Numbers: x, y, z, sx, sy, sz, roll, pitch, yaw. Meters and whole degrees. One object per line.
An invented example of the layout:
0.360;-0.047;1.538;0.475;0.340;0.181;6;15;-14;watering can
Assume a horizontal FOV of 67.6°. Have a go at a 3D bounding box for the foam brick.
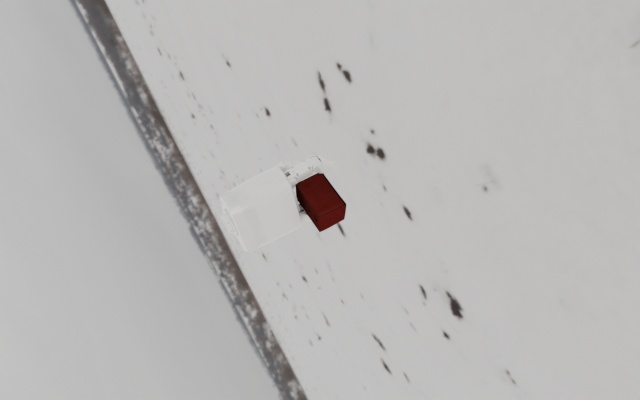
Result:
0.000;0.003;0.791;0.051;0.078;0.053;-27;-29;-16;foam brick
